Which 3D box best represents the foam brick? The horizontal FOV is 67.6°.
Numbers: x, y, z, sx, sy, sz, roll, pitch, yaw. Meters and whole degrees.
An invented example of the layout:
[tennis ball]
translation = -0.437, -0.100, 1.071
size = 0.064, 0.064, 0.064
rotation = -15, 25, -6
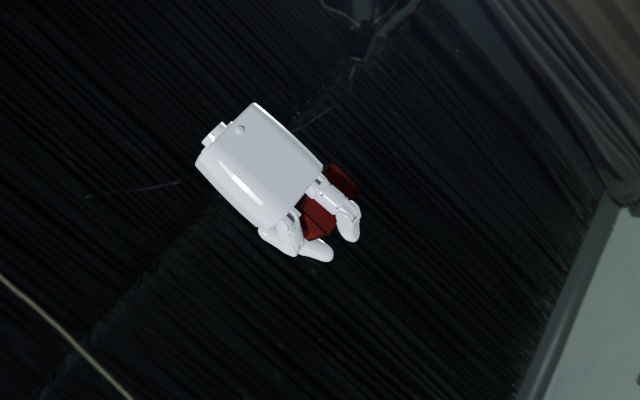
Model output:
[foam brick]
translation = 0.000, 0.002, 0.576
size = 0.051, 0.078, 0.053
rotation = 44, -29, -11
